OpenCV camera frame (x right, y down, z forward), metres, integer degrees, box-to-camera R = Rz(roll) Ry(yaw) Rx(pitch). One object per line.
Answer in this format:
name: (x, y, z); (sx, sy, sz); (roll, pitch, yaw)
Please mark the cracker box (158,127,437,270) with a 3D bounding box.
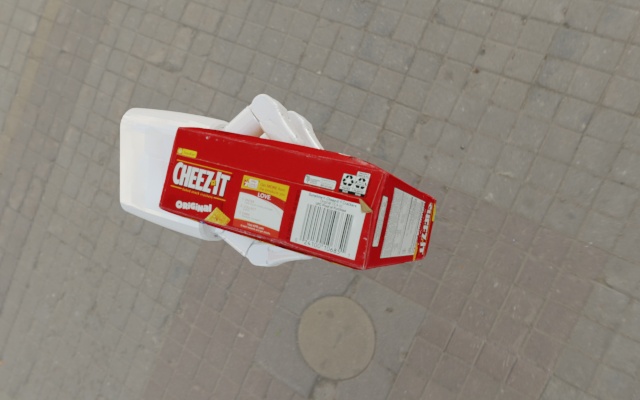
cracker box: (0.000, 0.002, 0.412); (0.164, 0.072, 0.214); (14, 1, 22)
